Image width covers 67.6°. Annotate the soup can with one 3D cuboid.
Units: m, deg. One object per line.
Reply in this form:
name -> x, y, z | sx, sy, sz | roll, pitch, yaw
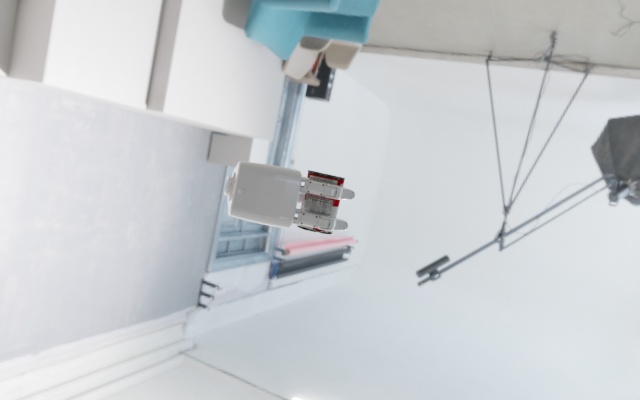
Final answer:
soup can -> 0.001, 0.003, 0.846 | 0.068, 0.102, 0.068 | 12, 4, -1
